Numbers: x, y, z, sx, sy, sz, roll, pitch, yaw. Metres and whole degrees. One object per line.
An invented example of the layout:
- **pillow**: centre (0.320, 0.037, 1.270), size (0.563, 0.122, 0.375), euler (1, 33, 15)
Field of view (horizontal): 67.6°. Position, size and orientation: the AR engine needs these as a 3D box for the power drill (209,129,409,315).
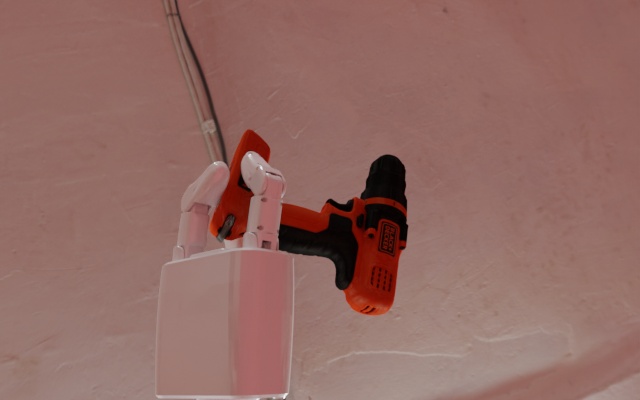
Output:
- **power drill**: centre (0.000, 0.002, 0.469), size (0.187, 0.184, 0.057), euler (21, -37, -12)
